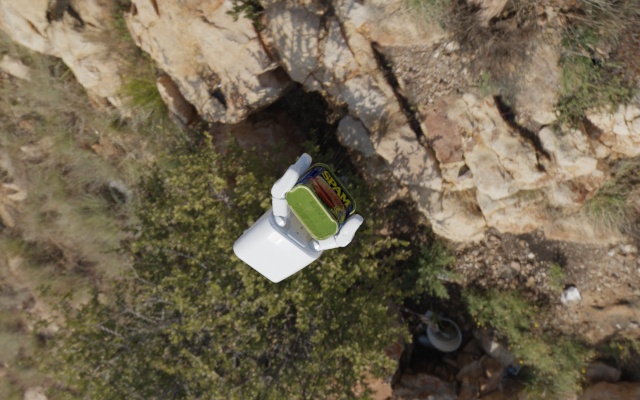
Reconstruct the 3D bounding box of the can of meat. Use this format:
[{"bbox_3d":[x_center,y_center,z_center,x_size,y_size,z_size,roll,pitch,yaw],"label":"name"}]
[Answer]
[{"bbox_3d":[0.000,0.003,0.756,0.057,0.102,0.084,-33,9,32],"label":"can of meat"}]
